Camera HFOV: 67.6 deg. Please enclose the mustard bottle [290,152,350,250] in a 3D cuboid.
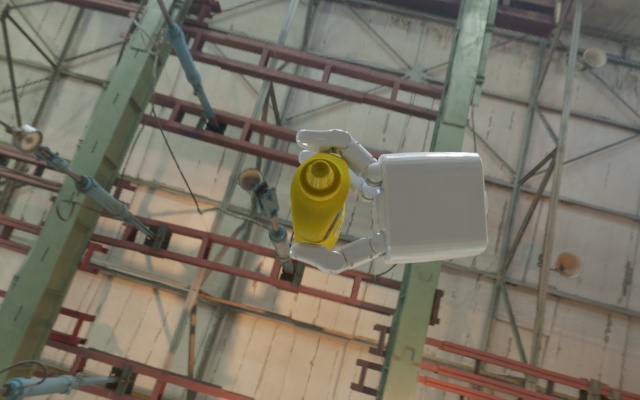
[{"bbox_3d":[0.000,0.002,0.524,0.058,0.096,0.192,19,-17,6],"label":"mustard bottle"}]
